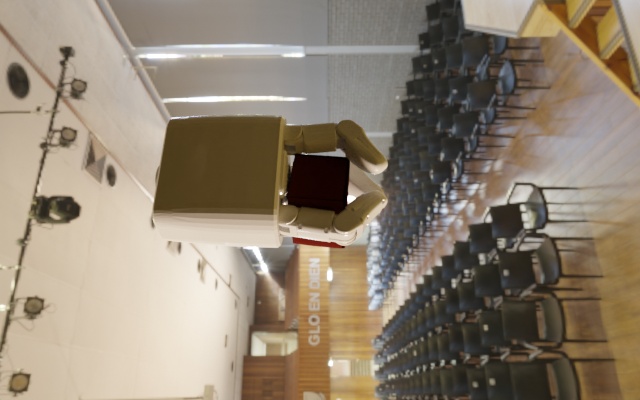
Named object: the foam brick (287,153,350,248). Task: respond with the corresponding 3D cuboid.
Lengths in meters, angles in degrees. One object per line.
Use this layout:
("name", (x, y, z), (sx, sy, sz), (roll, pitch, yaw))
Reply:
("foam brick", (0.000, 0.002, 0.445), (0.051, 0.053, 0.078), (3, -37, 4))
